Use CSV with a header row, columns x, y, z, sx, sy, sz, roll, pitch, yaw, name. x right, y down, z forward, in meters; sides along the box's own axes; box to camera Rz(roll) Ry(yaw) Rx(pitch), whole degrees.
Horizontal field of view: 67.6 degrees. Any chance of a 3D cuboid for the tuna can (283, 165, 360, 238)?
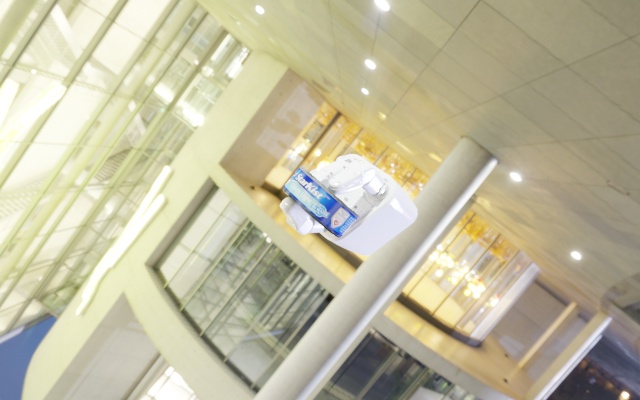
x,y,z,sx,sy,sz,roll,pitch,yaw,name
0.000,0.002,0.522,0.086,0.034,0.086,41,1,-1,tuna can
